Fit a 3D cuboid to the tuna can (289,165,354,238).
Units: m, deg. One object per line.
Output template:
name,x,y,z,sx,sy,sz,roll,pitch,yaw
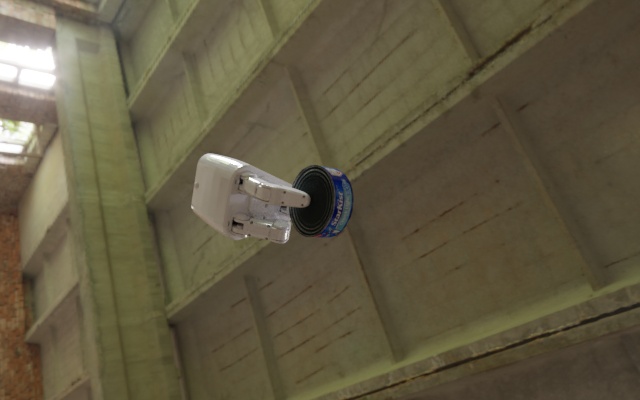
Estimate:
tuna can,0.001,0.002,0.573,0.034,0.086,0.086,7,-4,-39
